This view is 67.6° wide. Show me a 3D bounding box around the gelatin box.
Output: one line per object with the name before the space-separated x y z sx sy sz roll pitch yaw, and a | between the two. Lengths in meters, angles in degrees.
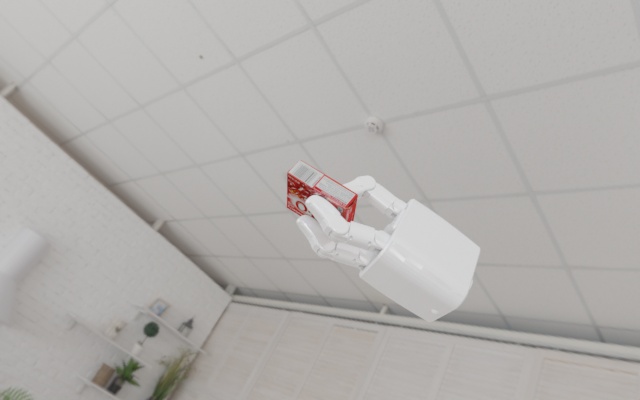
gelatin box | 0.000 0.001 0.586 0.089 0.030 0.073 32 -32 18
